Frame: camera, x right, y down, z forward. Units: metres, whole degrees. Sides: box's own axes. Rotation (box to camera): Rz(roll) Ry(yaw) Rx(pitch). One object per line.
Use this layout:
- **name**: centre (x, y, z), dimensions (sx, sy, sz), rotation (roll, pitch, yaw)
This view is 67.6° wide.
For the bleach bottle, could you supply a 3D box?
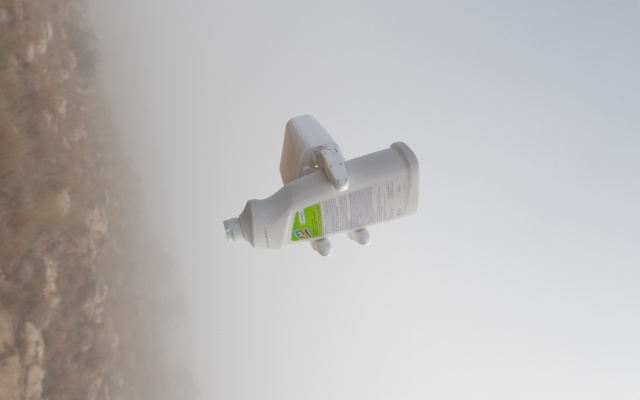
- **bleach bottle**: centre (0.000, 0.002, 0.614), dimensions (0.251, 0.103, 0.068), rotation (-14, 37, -10)
